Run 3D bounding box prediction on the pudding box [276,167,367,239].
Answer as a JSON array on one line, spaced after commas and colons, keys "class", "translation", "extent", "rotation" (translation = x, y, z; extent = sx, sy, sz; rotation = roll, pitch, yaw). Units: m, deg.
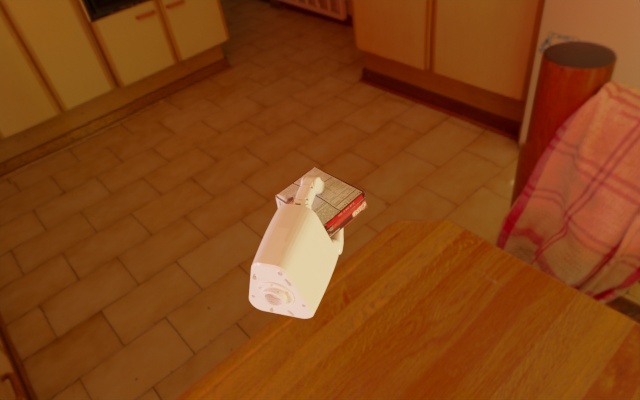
[{"class": "pudding box", "translation": [0.000, 0.002, 0.728], "extent": [0.090, 0.039, 0.113], "rotation": [-38, 49, -27]}]
